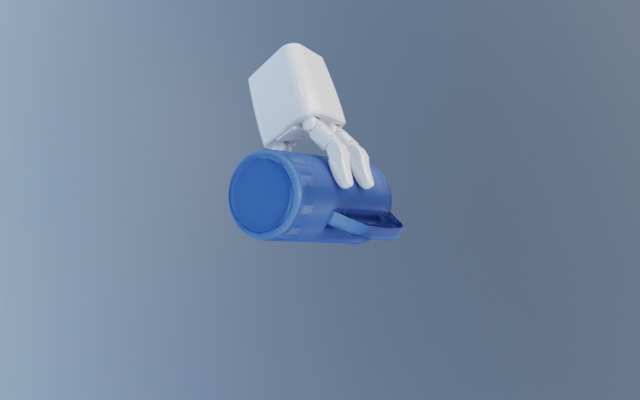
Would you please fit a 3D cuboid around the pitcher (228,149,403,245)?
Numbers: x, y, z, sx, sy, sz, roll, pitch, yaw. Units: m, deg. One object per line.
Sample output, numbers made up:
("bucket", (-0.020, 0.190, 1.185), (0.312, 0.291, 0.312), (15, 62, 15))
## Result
("pitcher", (0.000, 0.002, 0.649), (0.149, 0.145, 0.243), (-20, -12, 29))
